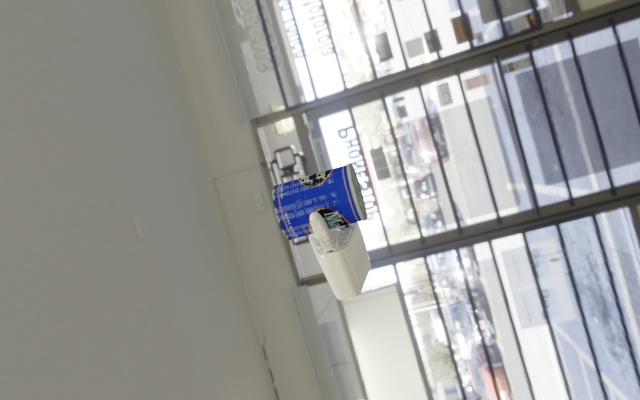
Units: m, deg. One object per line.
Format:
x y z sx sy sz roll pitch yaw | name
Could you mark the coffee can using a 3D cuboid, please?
0.000 0.003 0.832 0.140 0.103 0.103 -15 -3 11 | coffee can
